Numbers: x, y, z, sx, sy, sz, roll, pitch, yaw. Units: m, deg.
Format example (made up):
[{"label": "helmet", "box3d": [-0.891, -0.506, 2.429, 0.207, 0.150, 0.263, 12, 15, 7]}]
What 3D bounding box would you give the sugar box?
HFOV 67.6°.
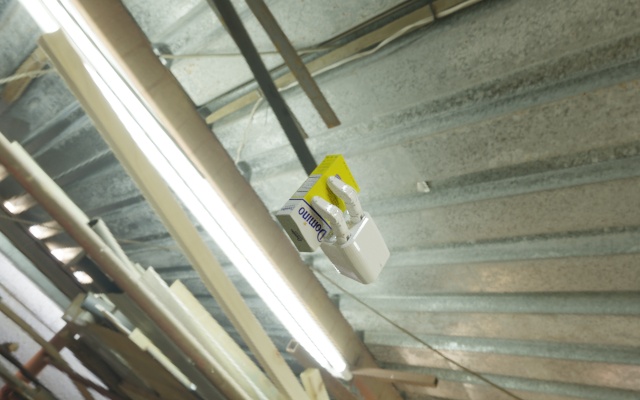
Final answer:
[{"label": "sugar box", "box3d": [0.001, 0.003, 0.876, 0.048, 0.093, 0.176, -3, 39, 41]}]
